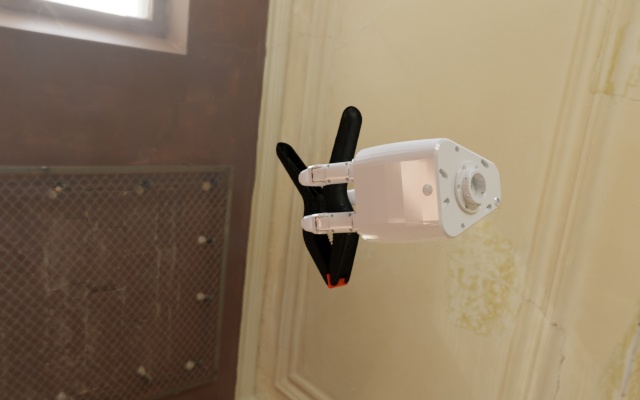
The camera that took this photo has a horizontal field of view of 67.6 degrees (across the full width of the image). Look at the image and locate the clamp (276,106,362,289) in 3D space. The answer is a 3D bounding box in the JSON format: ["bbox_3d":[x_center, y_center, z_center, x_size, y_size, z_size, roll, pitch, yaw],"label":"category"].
[{"bbox_3d":[0.001,0.002,0.598,0.036,0.210,0.164,-5,0,-36],"label":"clamp"}]
